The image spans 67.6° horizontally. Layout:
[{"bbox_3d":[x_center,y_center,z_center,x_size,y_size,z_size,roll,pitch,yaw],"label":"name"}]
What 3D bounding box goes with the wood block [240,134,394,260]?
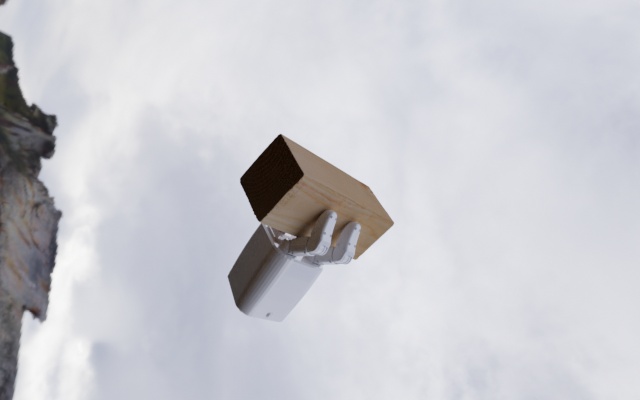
[{"bbox_3d":[0.000,0.002,0.679,0.206,0.090,0.090,27,24,-45],"label":"wood block"}]
